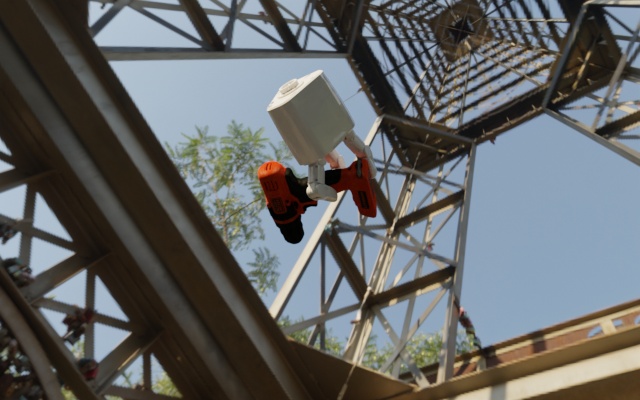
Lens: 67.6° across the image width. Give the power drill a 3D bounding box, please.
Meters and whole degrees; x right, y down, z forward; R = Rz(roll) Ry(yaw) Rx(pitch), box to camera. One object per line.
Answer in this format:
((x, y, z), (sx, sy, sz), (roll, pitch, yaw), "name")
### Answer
((0.001, 0.002, 0.827), (0.187, 0.057, 0.185), (-8, -46, 10), "power drill")
